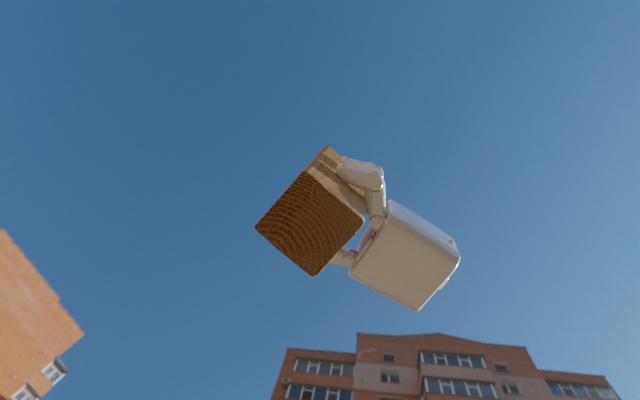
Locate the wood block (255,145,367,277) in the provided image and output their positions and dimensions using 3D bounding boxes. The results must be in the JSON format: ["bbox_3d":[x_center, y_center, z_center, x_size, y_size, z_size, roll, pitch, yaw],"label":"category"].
[{"bbox_3d":[0.000,0.002,0.615,0.090,0.091,0.206,40,15,-3],"label":"wood block"}]
